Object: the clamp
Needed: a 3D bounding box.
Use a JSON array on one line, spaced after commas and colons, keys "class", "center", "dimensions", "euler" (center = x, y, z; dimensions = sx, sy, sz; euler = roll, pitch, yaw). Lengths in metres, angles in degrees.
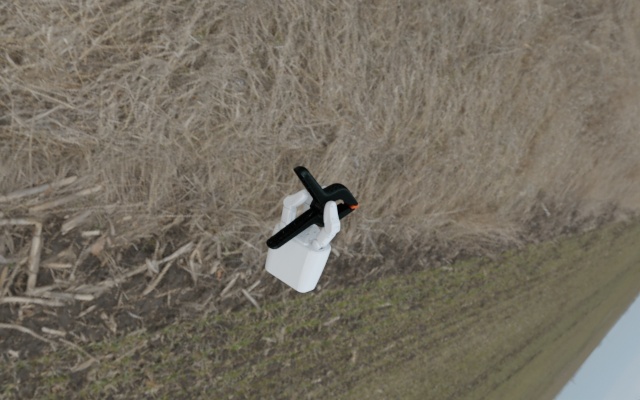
[{"class": "clamp", "center": [0.001, 0.003, 0.891], "dimensions": [0.210, 0.165, 0.036], "euler": [-12, 40, -44]}]
